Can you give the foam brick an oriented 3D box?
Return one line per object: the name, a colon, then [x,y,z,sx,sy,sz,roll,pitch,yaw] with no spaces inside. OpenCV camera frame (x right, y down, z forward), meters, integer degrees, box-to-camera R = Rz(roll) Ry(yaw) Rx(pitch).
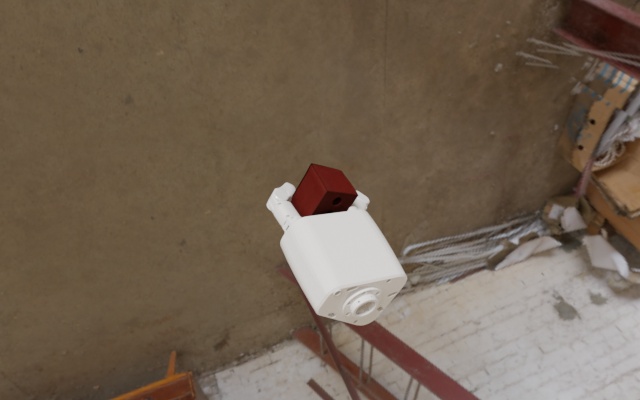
foam brick: [0.000,0.002,0.603,0.053,0.078,0.051,8,36,-38]
